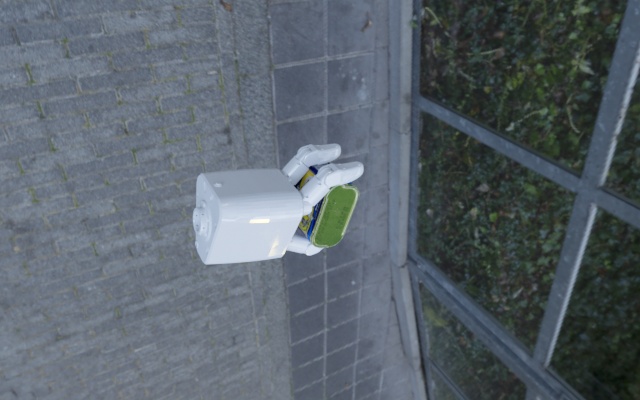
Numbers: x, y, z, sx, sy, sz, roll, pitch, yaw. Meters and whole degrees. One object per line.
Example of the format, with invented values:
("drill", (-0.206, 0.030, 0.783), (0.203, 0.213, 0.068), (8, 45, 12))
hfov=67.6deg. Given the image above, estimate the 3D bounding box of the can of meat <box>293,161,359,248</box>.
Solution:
("can of meat", (0.000, 0.002, 0.652), (0.057, 0.102, 0.084), (2, 29, -34))
